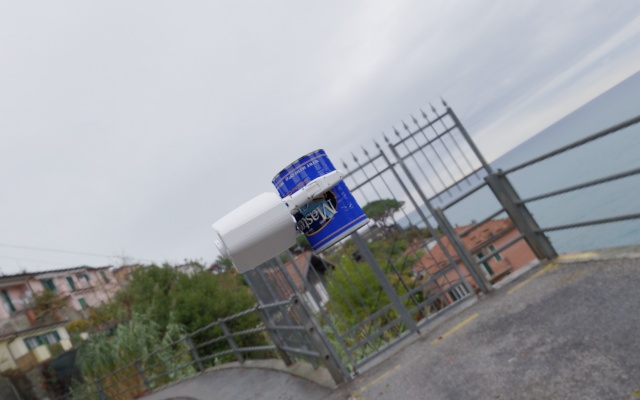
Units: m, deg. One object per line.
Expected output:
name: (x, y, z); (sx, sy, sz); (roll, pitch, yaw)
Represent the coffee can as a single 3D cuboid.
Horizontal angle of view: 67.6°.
coffee can: (0.000, 0.003, 0.775); (0.103, 0.140, 0.103); (-32, -6, -4)
